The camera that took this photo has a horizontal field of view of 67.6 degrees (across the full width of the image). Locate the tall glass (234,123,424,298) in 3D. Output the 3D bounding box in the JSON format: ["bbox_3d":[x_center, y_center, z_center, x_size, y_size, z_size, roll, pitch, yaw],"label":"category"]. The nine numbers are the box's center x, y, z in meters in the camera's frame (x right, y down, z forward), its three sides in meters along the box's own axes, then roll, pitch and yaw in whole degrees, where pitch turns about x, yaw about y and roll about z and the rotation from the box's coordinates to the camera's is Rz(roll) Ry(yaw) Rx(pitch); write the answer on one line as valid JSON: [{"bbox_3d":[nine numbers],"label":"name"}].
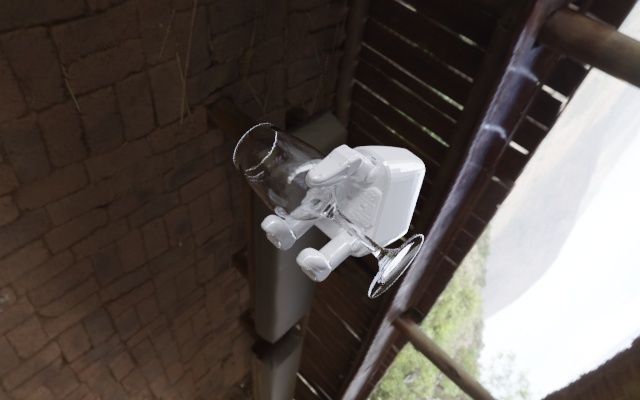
[{"bbox_3d":[0.000,0.002,0.473,0.201,0.079,0.079,40,18,23],"label":"tall glass"}]
